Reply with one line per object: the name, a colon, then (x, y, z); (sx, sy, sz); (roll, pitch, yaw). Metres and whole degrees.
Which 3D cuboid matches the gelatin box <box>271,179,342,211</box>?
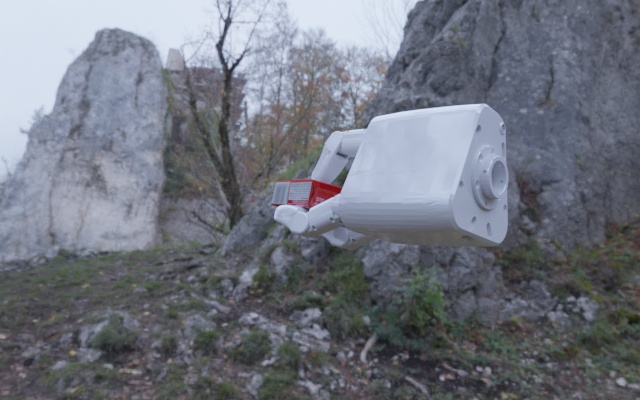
gelatin box: (0.000, 0.001, 0.503); (0.073, 0.030, 0.089); (16, -7, -30)
